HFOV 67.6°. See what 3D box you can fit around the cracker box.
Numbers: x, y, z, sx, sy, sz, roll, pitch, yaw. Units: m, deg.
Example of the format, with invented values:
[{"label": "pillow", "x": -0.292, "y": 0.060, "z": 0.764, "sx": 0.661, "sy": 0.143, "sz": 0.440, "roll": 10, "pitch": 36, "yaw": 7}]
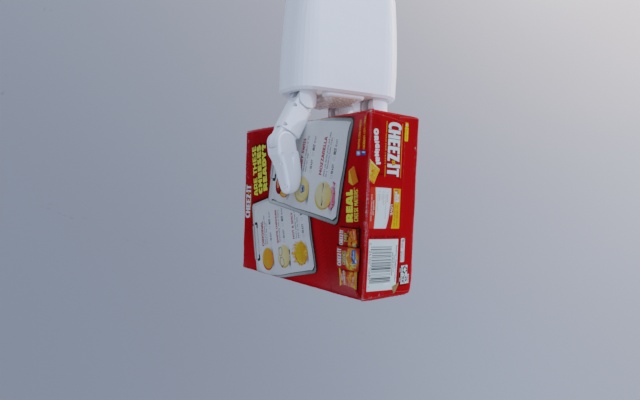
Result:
[{"label": "cracker box", "x": 0.000, "y": 0.002, "z": 0.499, "sx": 0.072, "sy": 0.164, "sz": 0.213, "roll": 2, "pitch": 0, "yaw": -37}]
